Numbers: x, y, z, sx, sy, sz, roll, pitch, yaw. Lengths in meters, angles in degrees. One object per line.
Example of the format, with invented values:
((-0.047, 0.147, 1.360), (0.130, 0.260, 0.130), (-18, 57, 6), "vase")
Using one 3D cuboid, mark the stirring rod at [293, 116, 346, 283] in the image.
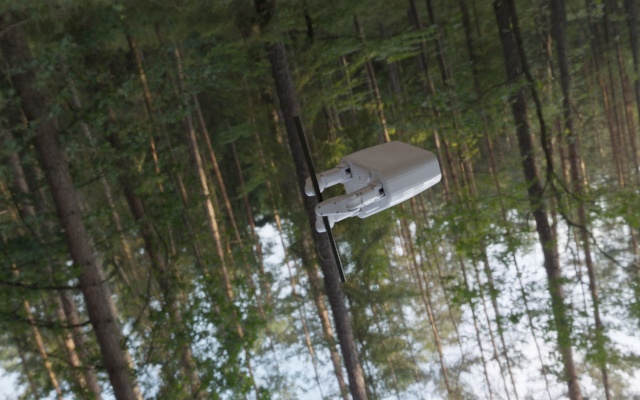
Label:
((0.000, 0.002, 0.656), (0.011, 0.239, 0.011), (-15, 12, 3), "stirring rod")
